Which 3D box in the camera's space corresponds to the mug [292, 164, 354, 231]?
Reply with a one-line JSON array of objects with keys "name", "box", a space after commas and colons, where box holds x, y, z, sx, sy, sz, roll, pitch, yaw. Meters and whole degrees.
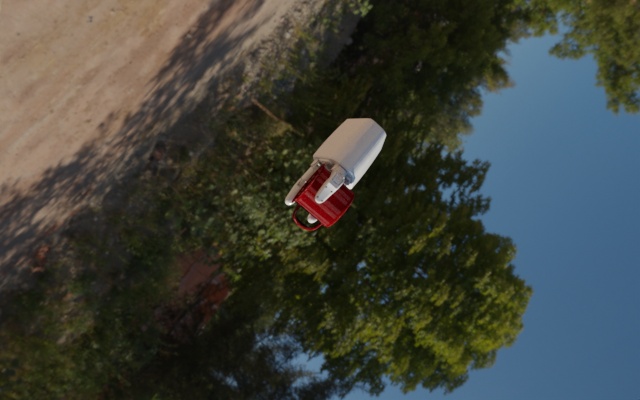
[{"name": "mug", "box": [-0.001, 0.004, 0.869, 0.081, 0.117, 0.093, 40, -10, -7]}]
